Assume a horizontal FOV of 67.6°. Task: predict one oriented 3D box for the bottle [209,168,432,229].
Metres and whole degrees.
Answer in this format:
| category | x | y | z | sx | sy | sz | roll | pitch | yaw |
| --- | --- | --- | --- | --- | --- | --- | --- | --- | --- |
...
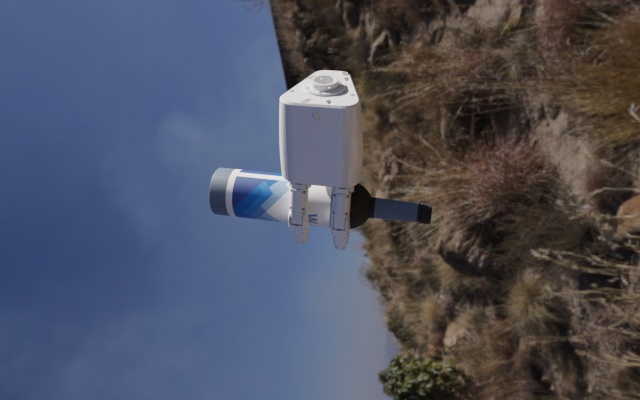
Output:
| category | x | y | z | sx | sy | sz | roll | pitch | yaw |
| --- | --- | --- | --- | --- | --- | --- | --- | --- | --- |
| bottle | 0.000 | 0.002 | 0.648 | 0.295 | 0.069 | 0.069 | 6 | 1 | 10 |
